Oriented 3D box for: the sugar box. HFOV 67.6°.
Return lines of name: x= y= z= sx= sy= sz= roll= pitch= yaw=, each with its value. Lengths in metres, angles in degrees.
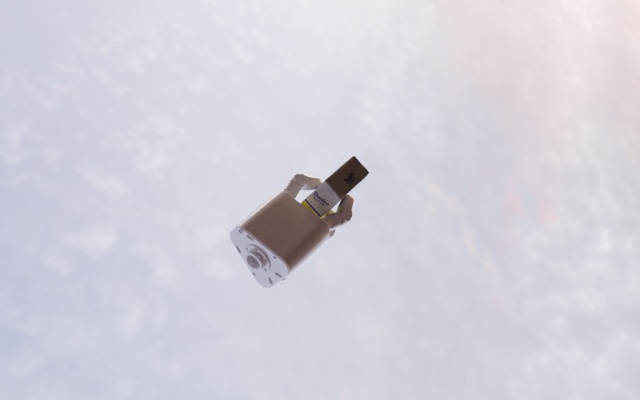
sugar box: x=0.000 y=0.003 z=0.811 sx=0.093 sy=0.048 sz=0.176 roll=-42 pitch=2 yaw=-43
